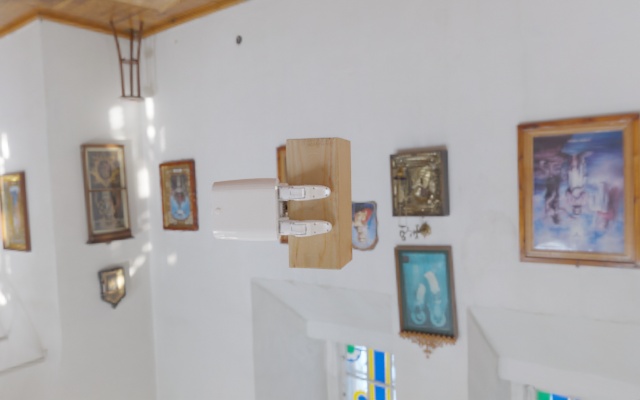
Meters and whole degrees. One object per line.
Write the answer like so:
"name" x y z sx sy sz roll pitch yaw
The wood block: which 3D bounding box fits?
"wood block" 0.000 0.003 0.793 0.090 0.206 0.091 0 4 16
